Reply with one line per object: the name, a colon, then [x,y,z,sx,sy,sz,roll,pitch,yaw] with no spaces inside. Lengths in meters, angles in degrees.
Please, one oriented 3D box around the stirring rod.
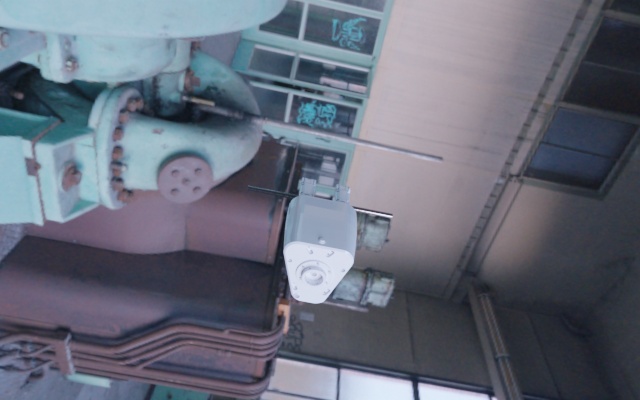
stirring rod: [0.000,0.003,0.780,0.239,0.011,0.011,11,-1,-4]
